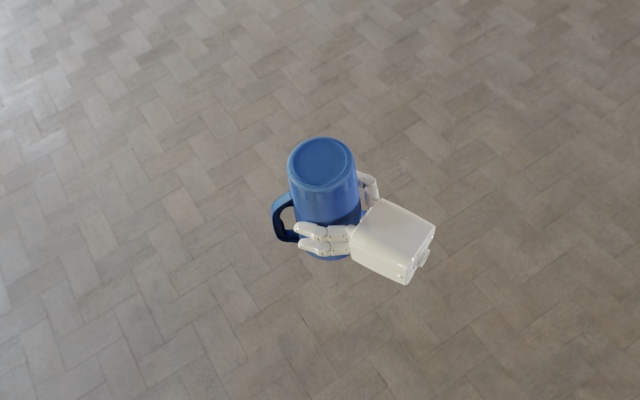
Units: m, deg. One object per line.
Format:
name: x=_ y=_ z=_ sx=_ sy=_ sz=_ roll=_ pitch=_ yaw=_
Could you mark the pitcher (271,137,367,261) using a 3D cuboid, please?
pitcher: x=0.000 y=0.003 z=0.844 sx=0.145 sy=0.149 sz=0.243 roll=28 pitch=-24 yaw=21
